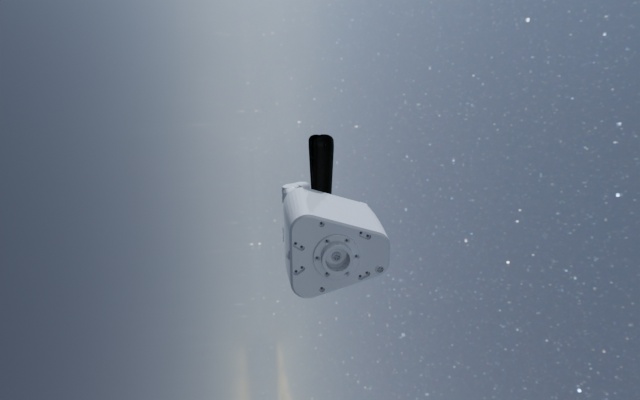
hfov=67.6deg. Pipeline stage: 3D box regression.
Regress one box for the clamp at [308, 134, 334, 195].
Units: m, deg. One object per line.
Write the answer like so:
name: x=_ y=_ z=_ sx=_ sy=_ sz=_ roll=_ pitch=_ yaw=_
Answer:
clamp: x=0.001 y=0.003 z=0.680 sx=0.036 sy=0.210 sz=0.164 roll=-1 pitch=15 yaw=-3
